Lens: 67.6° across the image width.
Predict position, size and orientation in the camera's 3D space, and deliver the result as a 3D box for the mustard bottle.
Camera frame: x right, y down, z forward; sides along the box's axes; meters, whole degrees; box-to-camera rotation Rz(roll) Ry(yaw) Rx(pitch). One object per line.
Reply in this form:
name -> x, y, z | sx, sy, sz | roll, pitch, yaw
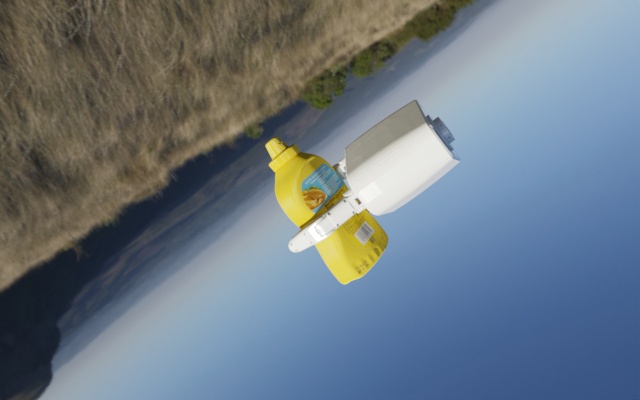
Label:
mustard bottle -> 0.000, 0.002, 0.584 | 0.058, 0.191, 0.096 | -33, 8, 43
